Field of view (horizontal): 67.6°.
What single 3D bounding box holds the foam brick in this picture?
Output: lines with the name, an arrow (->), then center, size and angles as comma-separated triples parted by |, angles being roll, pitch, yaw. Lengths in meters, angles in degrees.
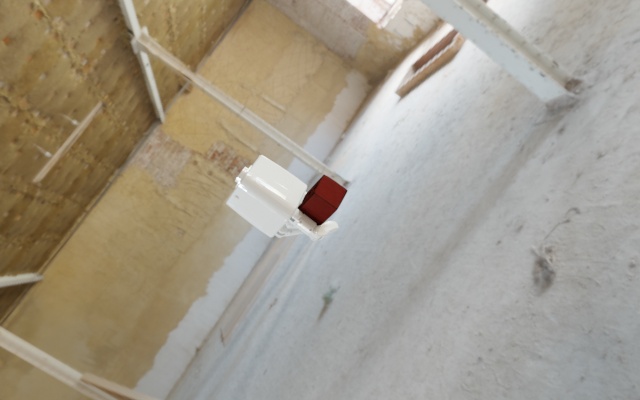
foam brick -> 0.000, 0.003, 0.839 | 0.051, 0.053, 0.078 | 37, -44, -8
